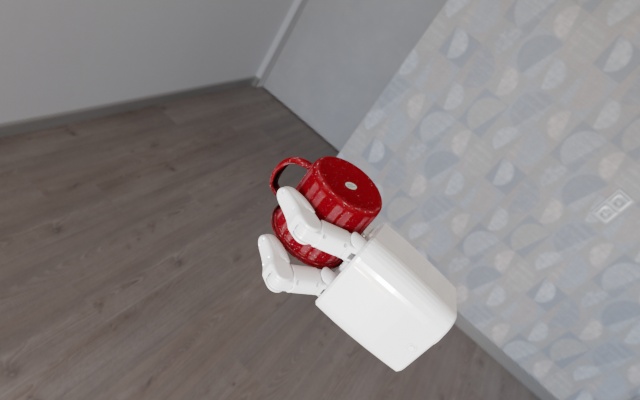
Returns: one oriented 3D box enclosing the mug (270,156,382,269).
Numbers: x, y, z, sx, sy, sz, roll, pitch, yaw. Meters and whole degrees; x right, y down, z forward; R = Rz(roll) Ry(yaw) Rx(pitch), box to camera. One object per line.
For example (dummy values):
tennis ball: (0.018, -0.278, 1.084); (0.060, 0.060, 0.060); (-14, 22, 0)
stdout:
mug: (-0.001, 0.000, 0.490); (0.117, 0.081, 0.093); (41, 32, 6)
